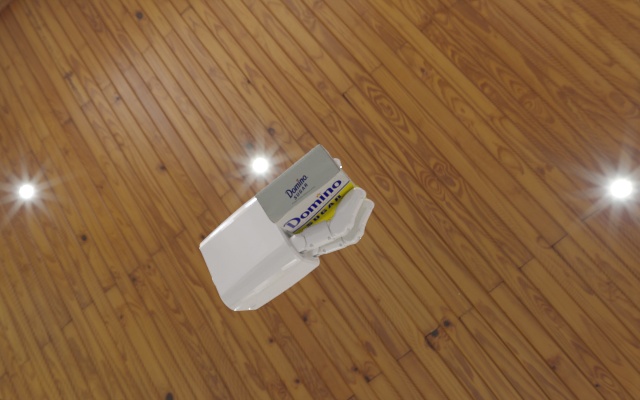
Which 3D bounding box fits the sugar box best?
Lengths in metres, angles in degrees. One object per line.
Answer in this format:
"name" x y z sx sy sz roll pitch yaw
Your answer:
"sugar box" 0.000 0.002 0.577 0.093 0.048 0.176 -38 -18 6
